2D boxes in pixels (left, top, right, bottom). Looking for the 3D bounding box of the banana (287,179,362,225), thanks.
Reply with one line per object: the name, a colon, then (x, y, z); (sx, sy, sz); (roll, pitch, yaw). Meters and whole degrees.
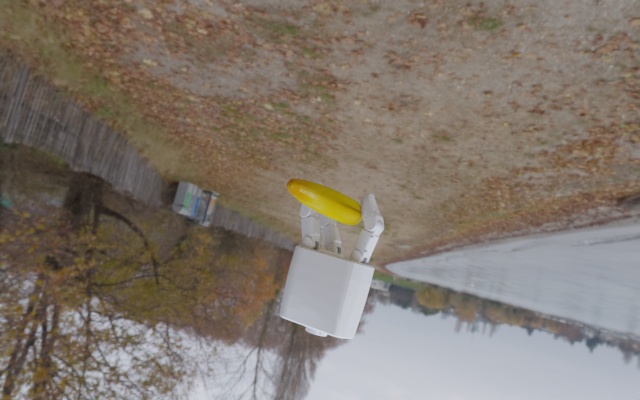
banana: (0.018, 0.008, 0.662); (0.069, 0.037, 0.198); (17, -4, 21)
